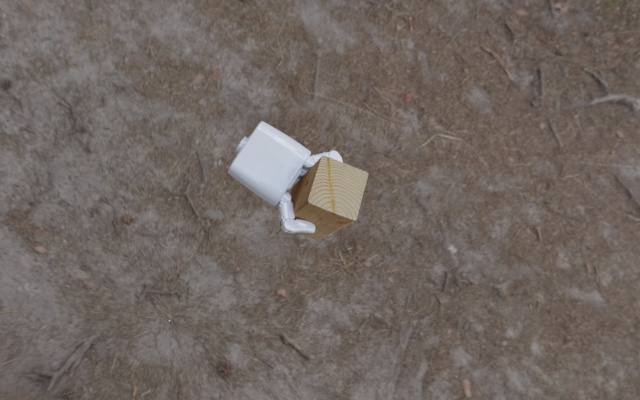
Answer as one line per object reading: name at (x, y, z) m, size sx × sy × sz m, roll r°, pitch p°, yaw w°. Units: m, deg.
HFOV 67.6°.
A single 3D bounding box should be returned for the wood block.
wood block at (0.000, 0.003, 0.882) m, size 0.090 × 0.090 × 0.206 m, roll 21°, pitch -19°, yaw -12°
